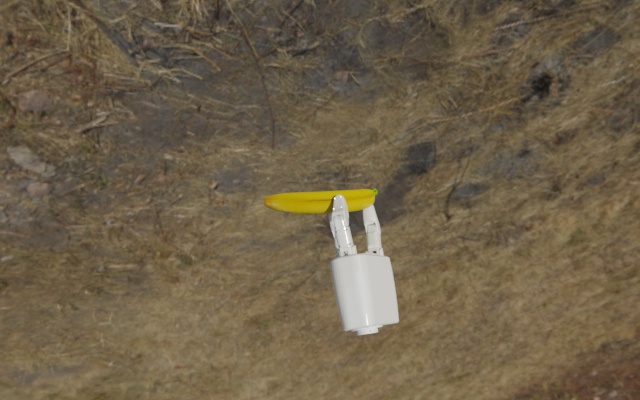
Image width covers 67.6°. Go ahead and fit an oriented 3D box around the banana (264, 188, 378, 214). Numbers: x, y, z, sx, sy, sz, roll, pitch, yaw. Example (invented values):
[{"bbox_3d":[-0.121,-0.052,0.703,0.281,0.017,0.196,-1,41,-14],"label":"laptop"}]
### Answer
[{"bbox_3d":[0.006,0.003,0.788,0.198,0.037,0.069,-3,1,-8],"label":"banana"}]
